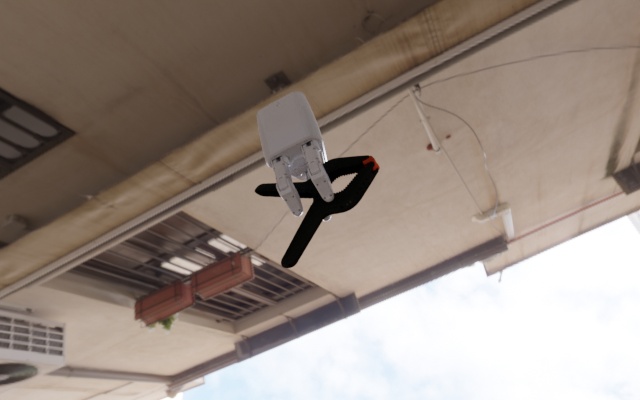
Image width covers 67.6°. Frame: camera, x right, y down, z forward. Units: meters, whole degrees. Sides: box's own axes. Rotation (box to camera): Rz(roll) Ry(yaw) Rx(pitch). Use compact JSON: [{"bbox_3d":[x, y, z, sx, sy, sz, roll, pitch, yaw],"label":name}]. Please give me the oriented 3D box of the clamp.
[{"bbox_3d":[0.001,0.002,0.749,0.210,0.164,0.036,-26,-33,14],"label":"clamp"}]
